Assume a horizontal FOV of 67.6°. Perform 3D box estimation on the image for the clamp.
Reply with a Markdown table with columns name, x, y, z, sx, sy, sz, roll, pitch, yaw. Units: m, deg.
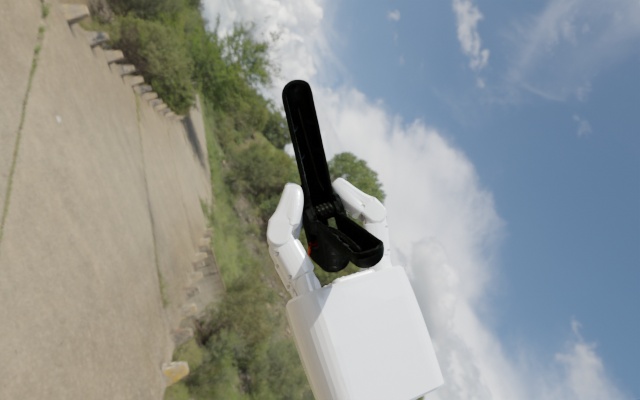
| name | x | y | z | sx | sy | sz | roll | pitch | yaw |
| --- | --- | --- | --- | --- | --- | --- | --- | --- | --- |
| clamp | 0.001 | 0.002 | 0.441 | 0.036 | 0.164 | 0.210 | -18 | -16 | -10 |
